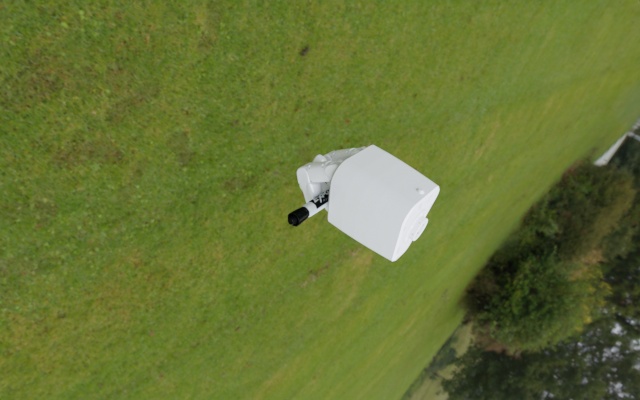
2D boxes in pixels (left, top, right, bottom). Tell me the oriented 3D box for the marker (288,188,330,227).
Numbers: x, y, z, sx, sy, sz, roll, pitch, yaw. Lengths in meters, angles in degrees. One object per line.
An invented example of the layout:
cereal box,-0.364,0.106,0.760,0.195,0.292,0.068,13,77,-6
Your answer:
marker,0.000,0.002,0.617,0.020,0.020,0.121,0,23,41
